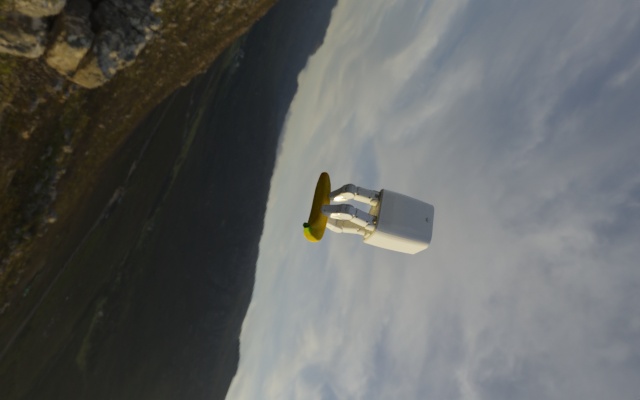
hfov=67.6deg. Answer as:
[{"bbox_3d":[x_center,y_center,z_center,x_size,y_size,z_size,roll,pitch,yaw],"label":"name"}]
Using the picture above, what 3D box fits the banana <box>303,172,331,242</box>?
[{"bbox_3d":[-0.003,0.020,0.897,0.037,0.070,0.197,10,33,3],"label":"banana"}]
